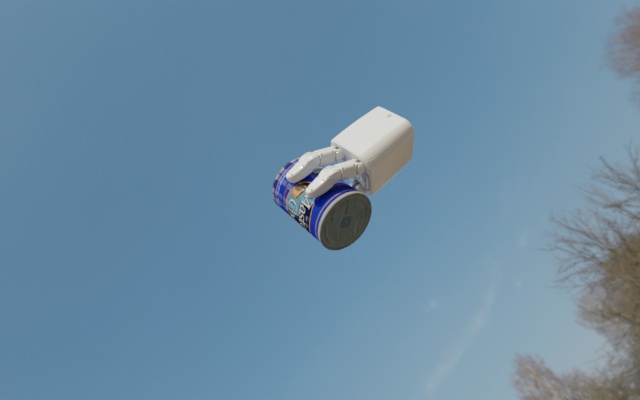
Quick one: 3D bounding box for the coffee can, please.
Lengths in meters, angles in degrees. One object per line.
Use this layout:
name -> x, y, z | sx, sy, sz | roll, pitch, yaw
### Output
coffee can -> 0.000, 0.003, 0.785 | 0.103, 0.103, 0.140 | 0, 27, -41
